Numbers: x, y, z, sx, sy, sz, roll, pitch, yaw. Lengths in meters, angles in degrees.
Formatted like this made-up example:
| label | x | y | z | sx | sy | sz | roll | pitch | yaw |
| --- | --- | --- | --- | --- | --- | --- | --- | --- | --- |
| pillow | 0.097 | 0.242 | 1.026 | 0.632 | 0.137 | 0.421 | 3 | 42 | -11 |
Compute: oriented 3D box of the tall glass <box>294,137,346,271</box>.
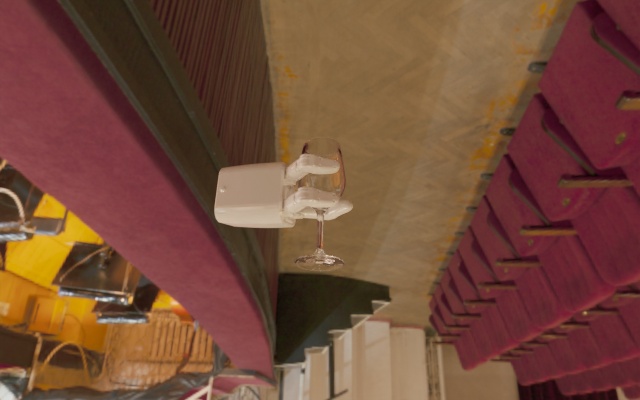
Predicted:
| label | x | y | z | sx | sy | sz | roll | pitch | yaw |
| --- | --- | --- | --- | --- | --- | --- | --- | --- | --- |
| tall glass | 0.000 | 0.003 | 0.741 | 0.079 | 0.201 | 0.079 | 1 | -25 | 1 |
